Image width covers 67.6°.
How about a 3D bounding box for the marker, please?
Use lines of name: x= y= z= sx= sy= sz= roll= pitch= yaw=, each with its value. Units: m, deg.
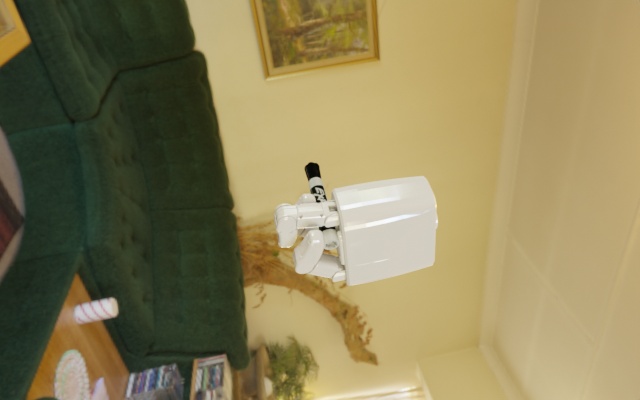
marker: x=0.000 y=0.002 z=0.548 sx=0.020 sy=0.121 sz=0.020 roll=-9 pitch=-38 yaw=-7
